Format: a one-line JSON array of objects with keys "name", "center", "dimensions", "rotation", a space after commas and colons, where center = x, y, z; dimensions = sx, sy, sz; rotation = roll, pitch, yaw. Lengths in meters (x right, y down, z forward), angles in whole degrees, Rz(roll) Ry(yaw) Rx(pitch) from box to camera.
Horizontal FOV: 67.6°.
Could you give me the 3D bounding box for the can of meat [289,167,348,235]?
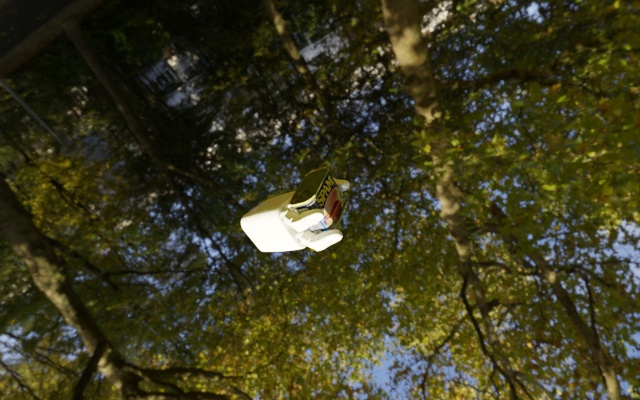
[{"name": "can of meat", "center": [0.000, 0.003, 0.876], "dimensions": [0.057, 0.084, 0.102], "rotation": [-13, 34, 36]}]
